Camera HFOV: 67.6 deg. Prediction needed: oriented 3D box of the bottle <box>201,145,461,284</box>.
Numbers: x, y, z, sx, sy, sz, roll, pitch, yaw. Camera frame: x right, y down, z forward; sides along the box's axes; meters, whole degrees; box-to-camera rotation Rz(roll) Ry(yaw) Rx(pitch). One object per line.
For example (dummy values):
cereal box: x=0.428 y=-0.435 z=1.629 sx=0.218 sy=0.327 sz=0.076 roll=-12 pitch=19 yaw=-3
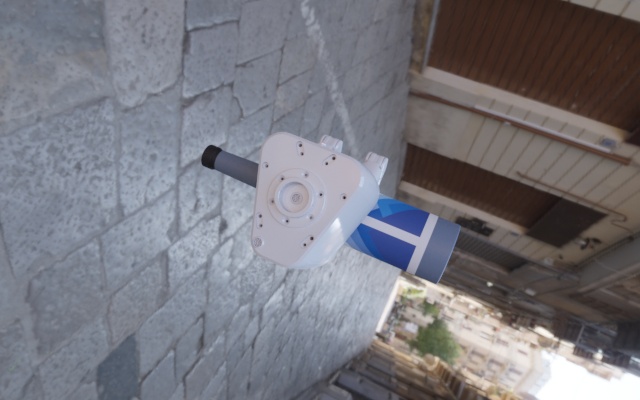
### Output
bottle: x=0.000 y=0.002 z=0.528 sx=0.295 sy=0.069 sz=0.069 roll=22 pitch=5 yaw=13
